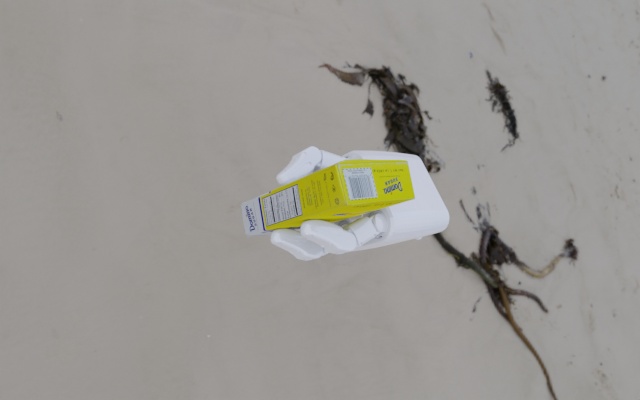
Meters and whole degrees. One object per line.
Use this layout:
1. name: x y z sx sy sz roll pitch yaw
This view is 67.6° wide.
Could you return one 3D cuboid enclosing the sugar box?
1. sugar box: 0.000 0.002 0.498 0.093 0.048 0.176 -4 -12 -38
